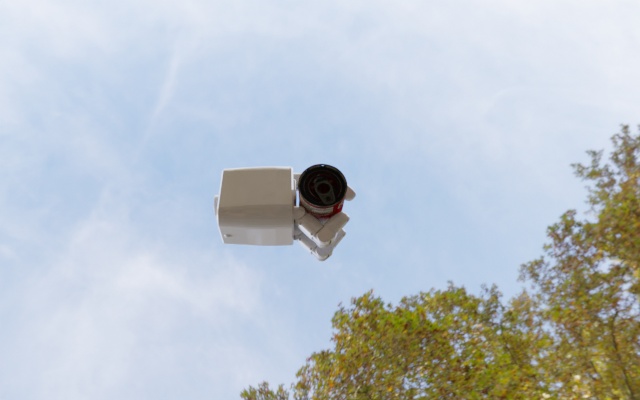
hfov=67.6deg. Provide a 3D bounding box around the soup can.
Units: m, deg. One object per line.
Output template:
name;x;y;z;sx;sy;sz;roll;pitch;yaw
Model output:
soup can;0.001;0.002;0.695;0.068;0.068;0.102;0;-28;-4
